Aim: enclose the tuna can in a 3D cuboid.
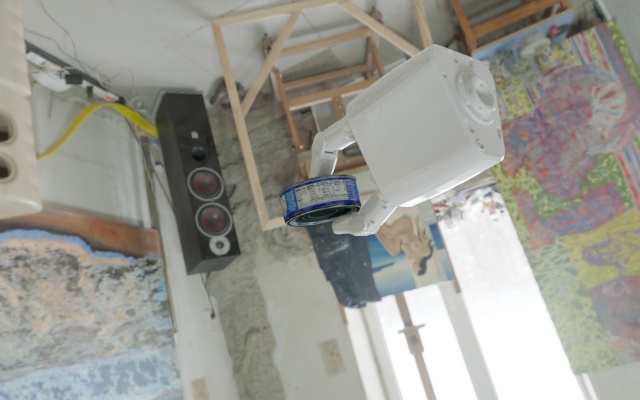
[{"bbox_3d":[0.000,0.002,0.513,0.086,0.033,0.086,-11,-13,-3],"label":"tuna can"}]
